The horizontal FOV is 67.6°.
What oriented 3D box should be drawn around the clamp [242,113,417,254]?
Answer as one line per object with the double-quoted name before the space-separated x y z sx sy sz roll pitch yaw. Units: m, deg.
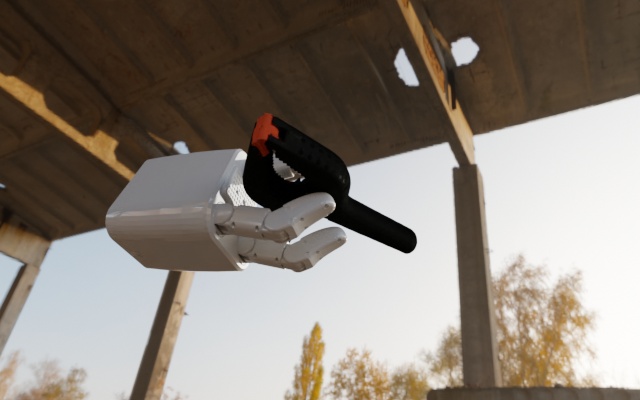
"clamp" 0.000 0.000 0.438 0.164 0.036 0.210 -3 -35 14
